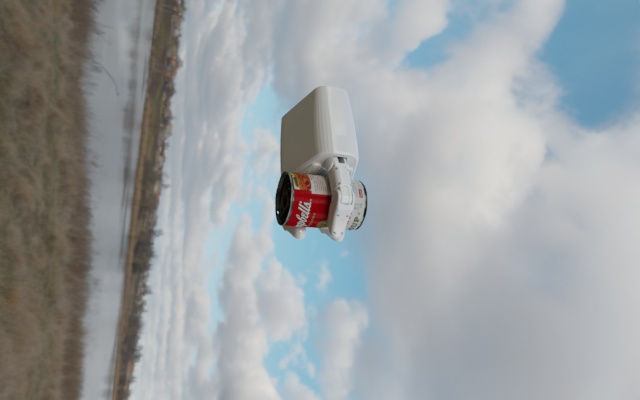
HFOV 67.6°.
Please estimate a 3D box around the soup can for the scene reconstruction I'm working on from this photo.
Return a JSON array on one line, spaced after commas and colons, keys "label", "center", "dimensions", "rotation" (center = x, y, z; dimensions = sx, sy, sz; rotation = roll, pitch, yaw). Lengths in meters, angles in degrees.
[{"label": "soup can", "center": [0.000, 0.002, 0.608], "dimensions": [0.102, 0.068, 0.068], "rotation": [5, -2, -21]}]
